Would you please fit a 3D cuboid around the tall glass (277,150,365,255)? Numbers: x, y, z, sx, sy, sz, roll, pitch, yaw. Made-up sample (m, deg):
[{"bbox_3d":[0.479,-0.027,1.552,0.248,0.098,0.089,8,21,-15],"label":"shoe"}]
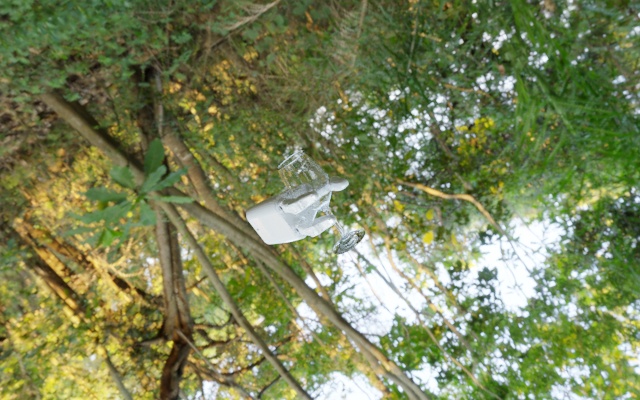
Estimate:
[{"bbox_3d":[0.001,0.003,0.899,0.079,0.201,0.079,-32,17,11],"label":"tall glass"}]
